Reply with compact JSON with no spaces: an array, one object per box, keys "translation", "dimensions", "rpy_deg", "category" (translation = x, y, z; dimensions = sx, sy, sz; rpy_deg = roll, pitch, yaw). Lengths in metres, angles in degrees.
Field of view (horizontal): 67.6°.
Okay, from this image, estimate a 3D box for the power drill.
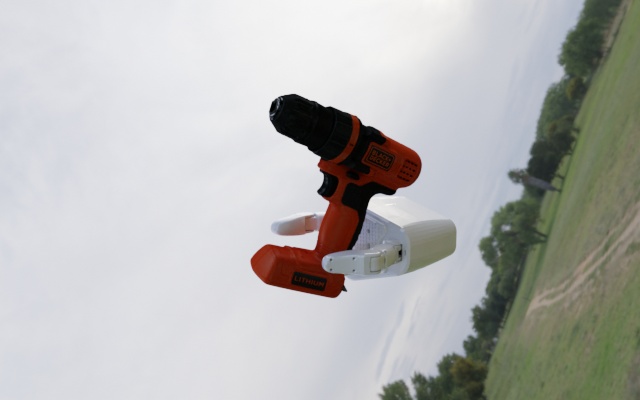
[{"translation":[0.000,0.002,0.490],"dimensions":[0.184,0.188,0.057],"rpy_deg":[20,13,-31],"category":"power drill"}]
